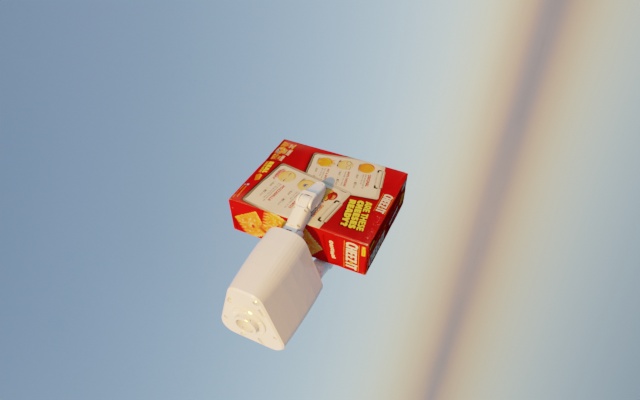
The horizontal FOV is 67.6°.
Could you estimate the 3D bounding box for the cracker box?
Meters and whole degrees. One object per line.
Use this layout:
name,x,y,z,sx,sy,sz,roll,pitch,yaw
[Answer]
cracker box,0.000,0.002,0.708,0.213,0.072,0.164,18,46,19
